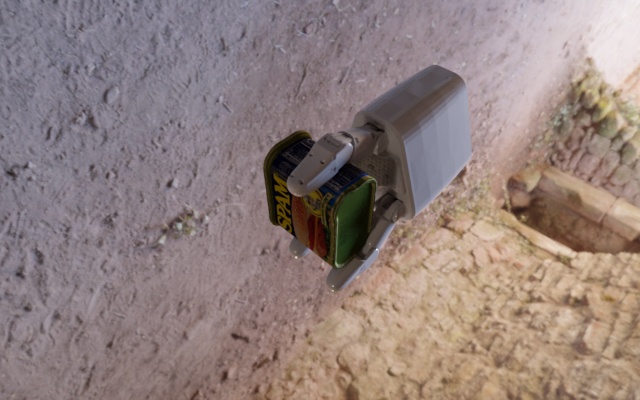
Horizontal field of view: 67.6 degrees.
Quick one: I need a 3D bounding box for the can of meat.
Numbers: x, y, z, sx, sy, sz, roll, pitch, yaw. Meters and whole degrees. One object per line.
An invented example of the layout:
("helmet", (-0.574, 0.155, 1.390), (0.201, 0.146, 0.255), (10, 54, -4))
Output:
("can of meat", (0.000, 0.002, 0.428), (0.084, 0.102, 0.057), (35, 56, 29))
